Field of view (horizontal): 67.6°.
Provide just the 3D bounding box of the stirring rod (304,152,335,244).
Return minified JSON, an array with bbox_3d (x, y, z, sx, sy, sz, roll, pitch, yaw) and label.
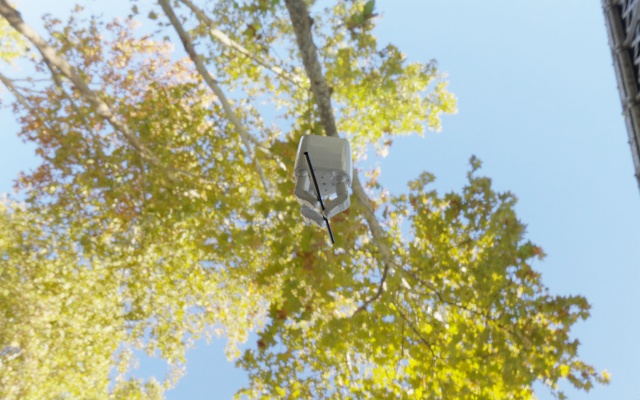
[{"bbox_3d":[0.000,0.003,0.880,0.011,0.011,0.240,0,-43,16],"label":"stirring rod"}]
